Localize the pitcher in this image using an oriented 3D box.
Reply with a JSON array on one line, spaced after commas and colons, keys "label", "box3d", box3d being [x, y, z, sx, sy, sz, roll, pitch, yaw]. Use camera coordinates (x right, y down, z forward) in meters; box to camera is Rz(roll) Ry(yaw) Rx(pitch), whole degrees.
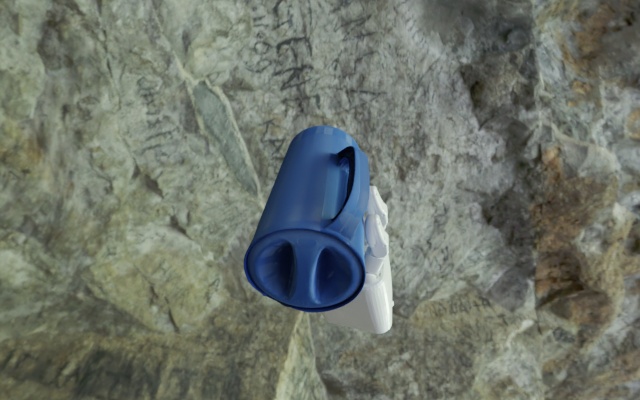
[{"label": "pitcher", "box3d": [0.000, 0.002, 0.599, 0.149, 0.145, 0.242, -8, 38, 13]}]
